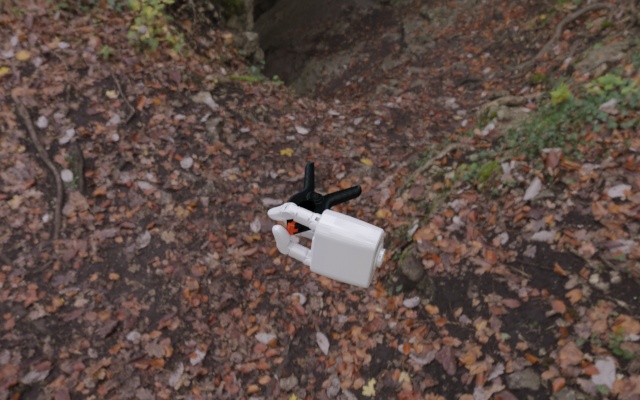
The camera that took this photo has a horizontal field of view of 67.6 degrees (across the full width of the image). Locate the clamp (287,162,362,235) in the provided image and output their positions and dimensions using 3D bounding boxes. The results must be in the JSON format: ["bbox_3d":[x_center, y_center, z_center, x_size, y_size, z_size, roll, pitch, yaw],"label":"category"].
[{"bbox_3d":[0.000,0.003,0.876,0.120,0.171,0.039,18,-39,14],"label":"clamp"}]
